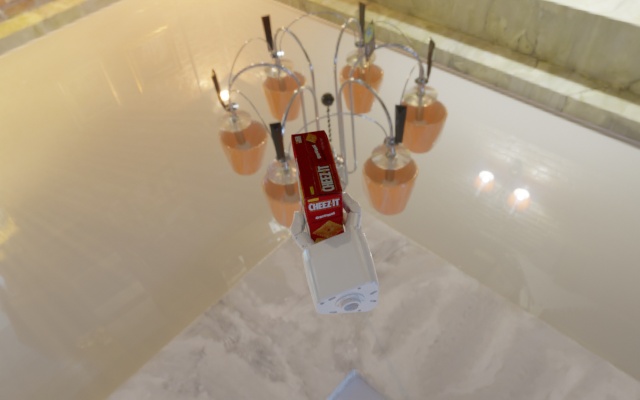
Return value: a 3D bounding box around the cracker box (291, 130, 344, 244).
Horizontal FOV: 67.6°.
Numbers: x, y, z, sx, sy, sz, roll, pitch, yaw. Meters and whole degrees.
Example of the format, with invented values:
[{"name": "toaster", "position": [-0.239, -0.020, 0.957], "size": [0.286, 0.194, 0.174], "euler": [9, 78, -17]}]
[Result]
[{"name": "cracker box", "position": [0.000, 0.003, 0.891], "size": [0.072, 0.164, 0.214], "euler": [-10, -41, -4]}]
